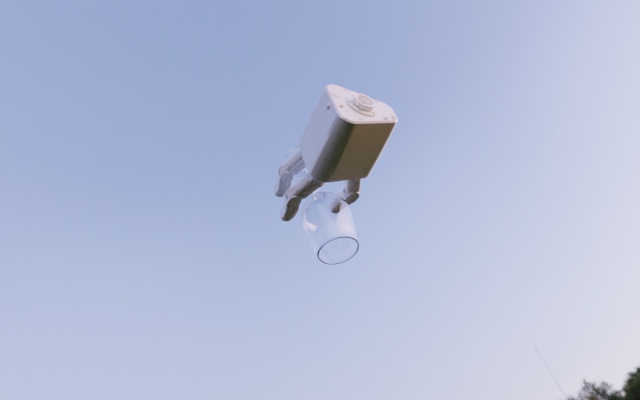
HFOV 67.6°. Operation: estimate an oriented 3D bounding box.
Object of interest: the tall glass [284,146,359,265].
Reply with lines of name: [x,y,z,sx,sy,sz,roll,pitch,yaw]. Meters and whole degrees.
tall glass: [0.000,0.002,0.743,0.079,0.201,0.079,-11,-42,-10]
